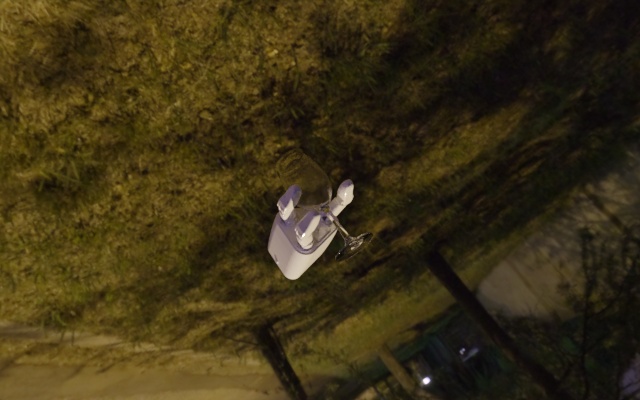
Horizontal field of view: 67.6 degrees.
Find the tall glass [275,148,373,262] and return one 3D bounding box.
[{"bbox_3d":[0.001,0.003,0.809,0.079,0.201,0.079,-31,-22,-14],"label":"tall glass"}]
